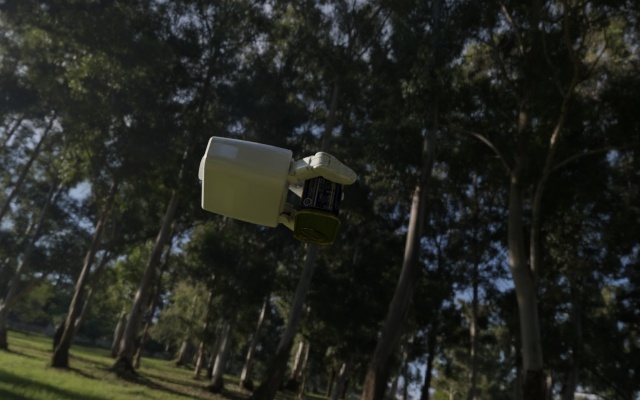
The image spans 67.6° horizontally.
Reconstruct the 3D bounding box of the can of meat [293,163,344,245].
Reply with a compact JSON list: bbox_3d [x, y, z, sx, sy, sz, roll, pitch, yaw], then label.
[{"bbox_3d":[0.000,0.002,0.637,0.057,0.084,0.102,10,-26,0],"label":"can of meat"}]
